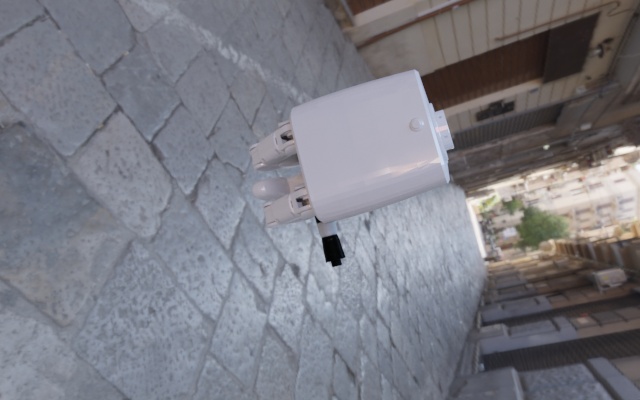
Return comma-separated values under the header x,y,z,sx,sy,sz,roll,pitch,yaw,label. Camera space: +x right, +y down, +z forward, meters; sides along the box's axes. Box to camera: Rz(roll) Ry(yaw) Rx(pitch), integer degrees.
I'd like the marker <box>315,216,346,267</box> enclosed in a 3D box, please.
x,y,z,sx,sy,sz,roll,pitch,yaw,label
0.000,0.001,0.439,0.020,0.121,0.020,-15,-6,-2,marker
